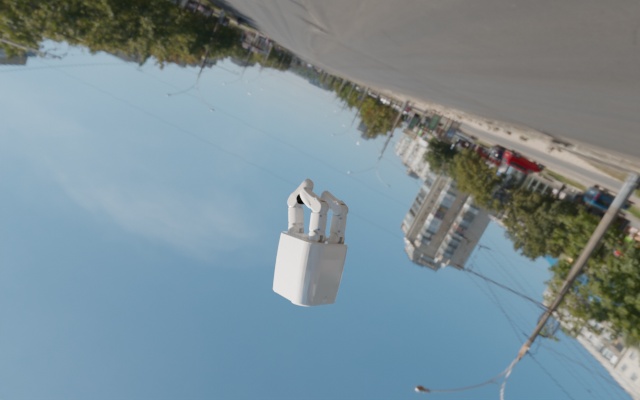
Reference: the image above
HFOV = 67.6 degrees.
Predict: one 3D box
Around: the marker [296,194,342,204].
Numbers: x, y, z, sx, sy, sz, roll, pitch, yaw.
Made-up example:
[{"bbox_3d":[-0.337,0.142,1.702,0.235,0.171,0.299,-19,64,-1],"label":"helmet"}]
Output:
[{"bbox_3d":[0.000,0.003,0.850,0.020,0.020,0.121,0,-6,39],"label":"marker"}]
